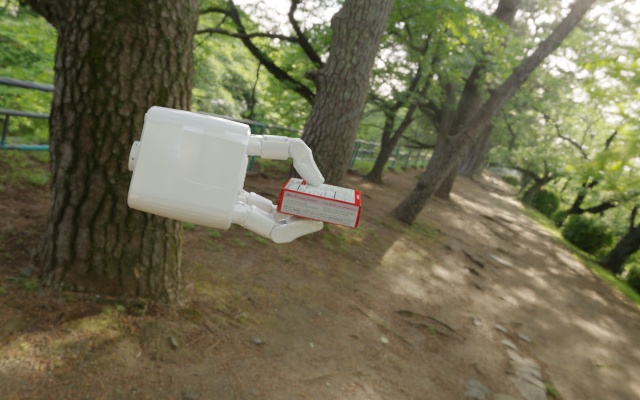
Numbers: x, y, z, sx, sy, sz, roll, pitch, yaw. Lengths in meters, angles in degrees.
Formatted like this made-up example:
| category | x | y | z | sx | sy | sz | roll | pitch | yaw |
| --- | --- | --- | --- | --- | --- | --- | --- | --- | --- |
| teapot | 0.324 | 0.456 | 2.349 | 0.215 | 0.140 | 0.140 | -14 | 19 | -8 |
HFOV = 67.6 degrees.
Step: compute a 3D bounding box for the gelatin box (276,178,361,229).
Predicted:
| category | x | y | z | sx | sy | sz | roll | pitch | yaw |
| --- | --- | --- | --- | --- | --- | --- | --- | --- | --- |
| gelatin box | 0.001 | 0.001 | 0.535 | 0.089 | 0.030 | 0.073 | 11 | 13 | 1 |
